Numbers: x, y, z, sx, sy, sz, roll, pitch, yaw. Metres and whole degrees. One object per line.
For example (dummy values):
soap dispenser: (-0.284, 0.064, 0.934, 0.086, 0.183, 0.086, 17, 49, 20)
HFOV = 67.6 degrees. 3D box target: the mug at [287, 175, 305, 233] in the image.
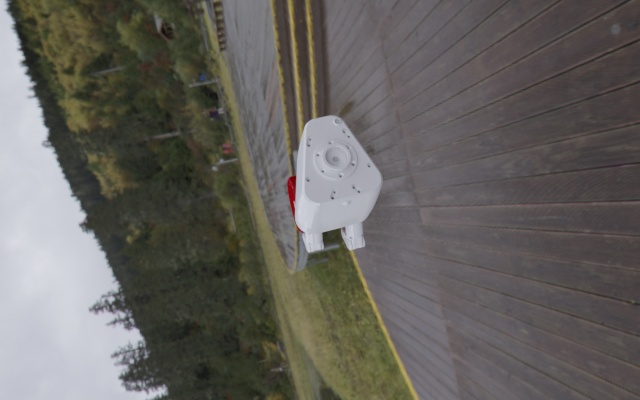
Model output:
mug: (0.000, 0.003, 0.685, 0.081, 0.093, 0.117, -13, -19, -10)
